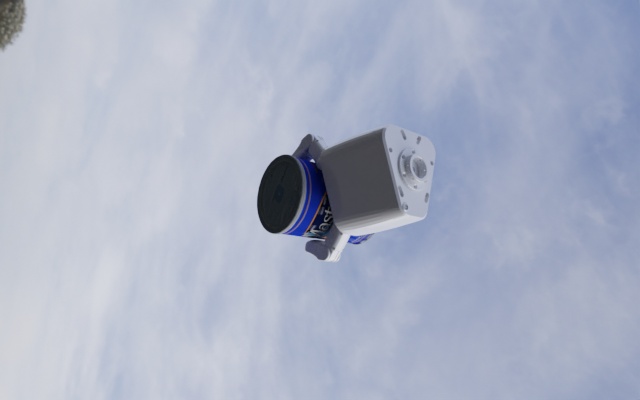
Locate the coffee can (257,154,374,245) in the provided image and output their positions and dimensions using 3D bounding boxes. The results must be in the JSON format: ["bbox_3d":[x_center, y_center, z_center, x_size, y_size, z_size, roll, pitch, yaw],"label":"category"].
[{"bbox_3d":[0.000,0.002,0.648,0.140,0.103,0.103,11,-7,-38],"label":"coffee can"}]
